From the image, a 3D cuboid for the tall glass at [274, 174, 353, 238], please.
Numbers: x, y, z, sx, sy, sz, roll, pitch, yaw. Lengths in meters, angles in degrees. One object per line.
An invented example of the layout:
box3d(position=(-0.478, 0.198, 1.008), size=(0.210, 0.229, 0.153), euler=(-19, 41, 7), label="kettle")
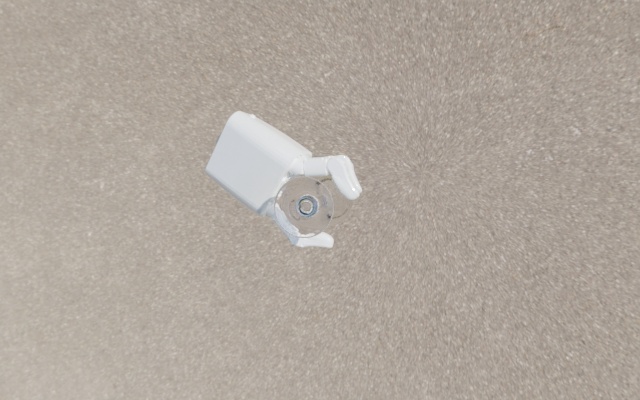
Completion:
box3d(position=(0.000, 0.002, 0.668), size=(0.079, 0.079, 0.201), euler=(0, 3, 12), label="tall glass")
